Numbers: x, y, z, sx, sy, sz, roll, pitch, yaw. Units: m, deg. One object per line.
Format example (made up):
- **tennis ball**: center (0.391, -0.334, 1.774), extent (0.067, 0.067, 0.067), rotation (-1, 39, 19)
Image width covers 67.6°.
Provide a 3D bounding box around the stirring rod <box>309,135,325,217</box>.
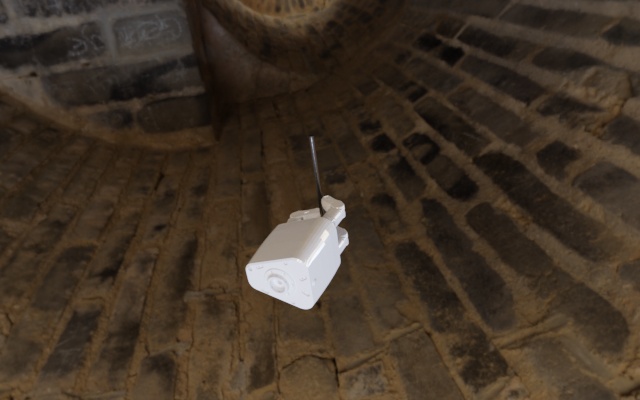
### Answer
- **stirring rod**: center (0.000, 0.003, 0.808), extent (0.011, 0.240, 0.011), rotation (-6, 29, 3)
